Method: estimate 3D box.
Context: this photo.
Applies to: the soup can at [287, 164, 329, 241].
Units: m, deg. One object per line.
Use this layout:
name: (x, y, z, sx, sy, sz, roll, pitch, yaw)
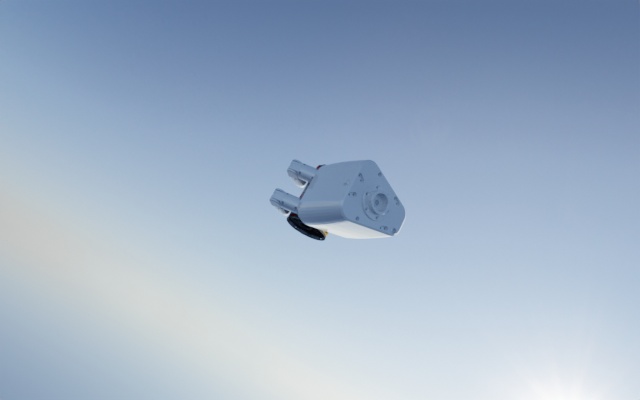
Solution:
soup can: (0.000, 0.002, 0.752, 0.068, 0.102, 0.068, 25, -20, 10)
